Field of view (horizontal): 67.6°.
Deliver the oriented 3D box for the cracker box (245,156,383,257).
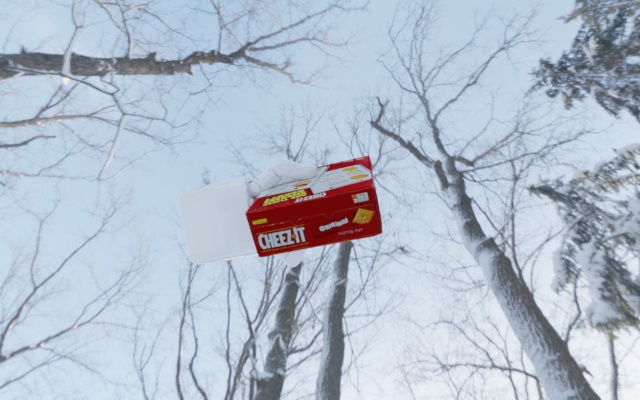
[{"bbox_3d":[0.000,0.002,0.684,0.164,0.072,0.213,-12,14,8],"label":"cracker box"}]
